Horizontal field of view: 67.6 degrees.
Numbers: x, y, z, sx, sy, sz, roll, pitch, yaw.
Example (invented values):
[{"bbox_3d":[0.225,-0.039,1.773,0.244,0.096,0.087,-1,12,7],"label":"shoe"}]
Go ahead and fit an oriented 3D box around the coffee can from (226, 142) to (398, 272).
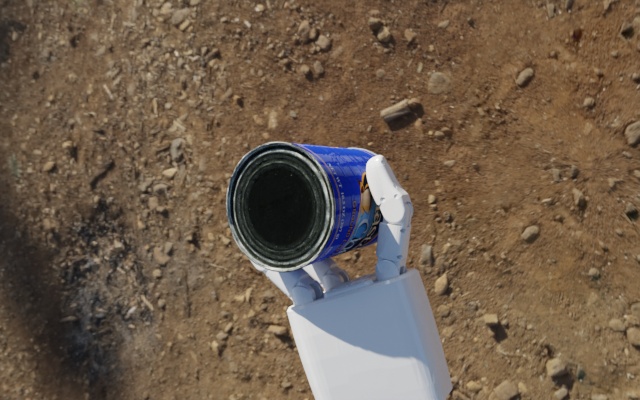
[{"bbox_3d":[0.000,0.001,0.431,0.103,0.103,0.140,0,3,30],"label":"coffee can"}]
